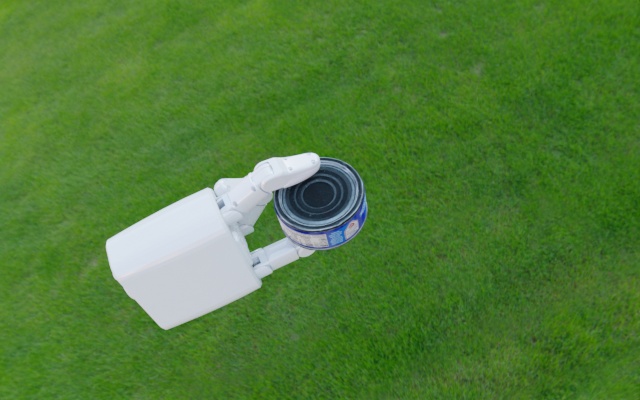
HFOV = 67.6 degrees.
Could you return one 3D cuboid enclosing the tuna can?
[{"bbox_3d":[0.000,0.001,0.445,0.086,0.086,0.034,0,-35,10],"label":"tuna can"}]
